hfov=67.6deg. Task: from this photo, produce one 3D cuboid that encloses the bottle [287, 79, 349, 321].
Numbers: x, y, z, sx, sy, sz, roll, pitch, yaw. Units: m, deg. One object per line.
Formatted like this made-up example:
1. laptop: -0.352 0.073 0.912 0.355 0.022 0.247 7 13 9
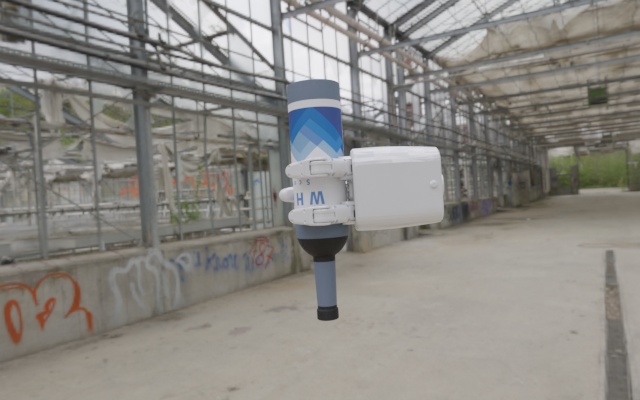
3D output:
1. bottle: 0.000 0.002 0.602 0.069 0.295 0.069 -4 0 0
